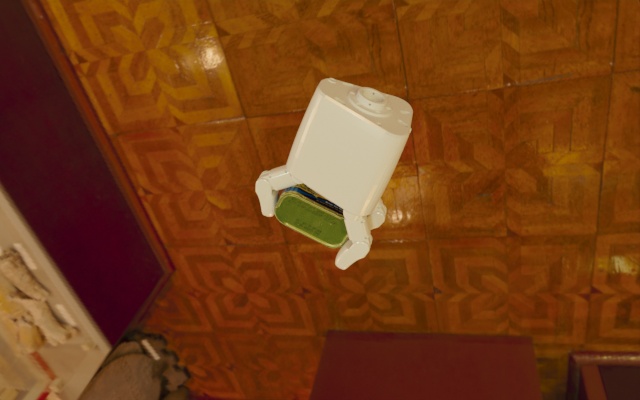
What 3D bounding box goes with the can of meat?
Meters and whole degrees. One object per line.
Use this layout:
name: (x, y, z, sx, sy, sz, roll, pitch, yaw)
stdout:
can of meat: (0.000, 0.002, 0.599, 0.102, 0.057, 0.084, 26, 37, -3)
